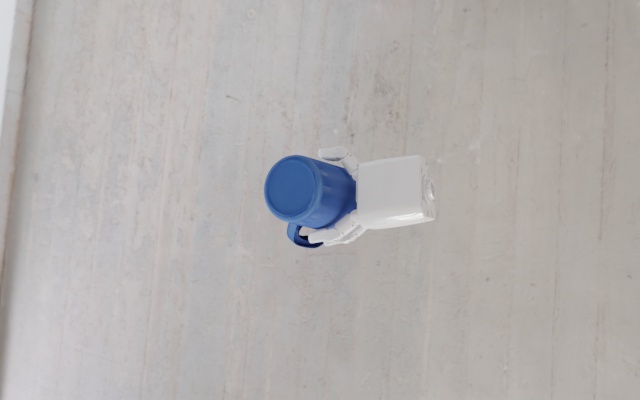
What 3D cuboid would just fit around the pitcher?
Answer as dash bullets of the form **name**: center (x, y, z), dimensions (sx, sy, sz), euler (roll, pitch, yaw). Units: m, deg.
- **pitcher**: center (0.000, 0.003, 0.847), dimensions (0.145, 0.149, 0.243), euler (-9, -10, 25)
